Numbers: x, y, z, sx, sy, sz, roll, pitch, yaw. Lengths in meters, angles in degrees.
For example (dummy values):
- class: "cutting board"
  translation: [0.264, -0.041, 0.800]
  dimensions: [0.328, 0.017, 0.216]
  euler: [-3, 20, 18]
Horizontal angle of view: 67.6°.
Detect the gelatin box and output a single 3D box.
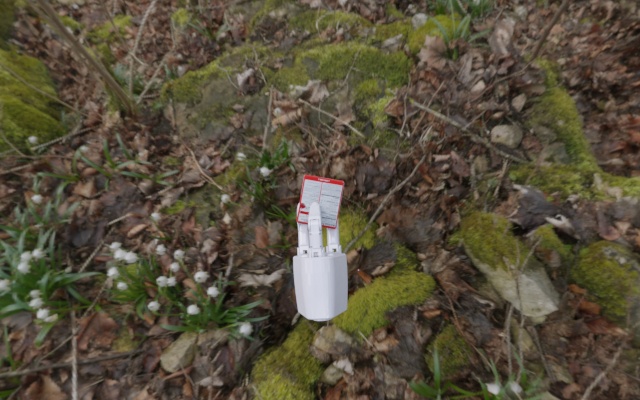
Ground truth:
- class: "gelatin box"
  translation: [0.000, 0.002, 0.865]
  dimensions: [0.073, 0.089, 0.030]
  euler: [10, 2, 4]
